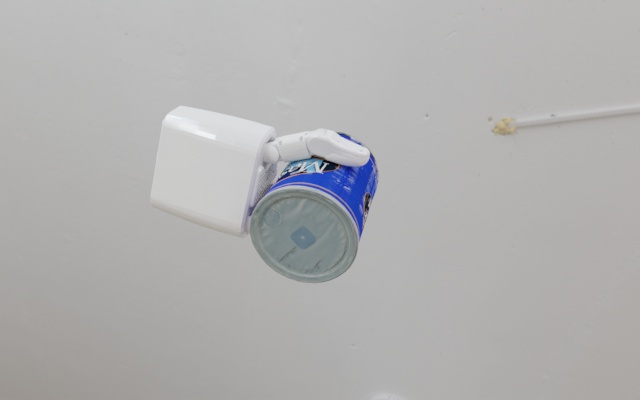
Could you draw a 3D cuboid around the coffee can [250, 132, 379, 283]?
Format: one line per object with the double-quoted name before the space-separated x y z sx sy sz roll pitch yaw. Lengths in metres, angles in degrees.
"coffee can" 0.000 0.002 0.493 0.103 0.103 0.140 0 28 16
